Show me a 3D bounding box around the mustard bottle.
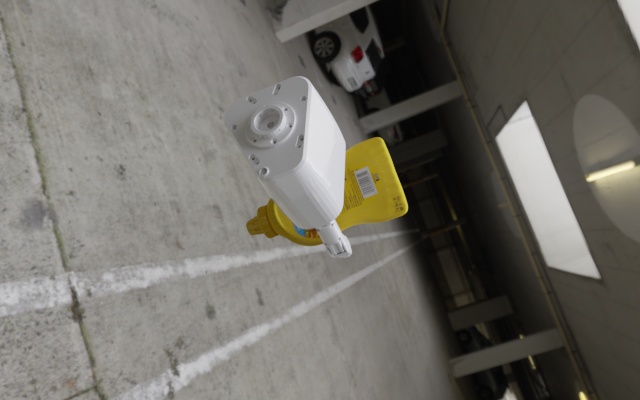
[{"bbox_3d":[0.000,0.002,0.571,0.191,0.096,0.058,-21,-6,9],"label":"mustard bottle"}]
